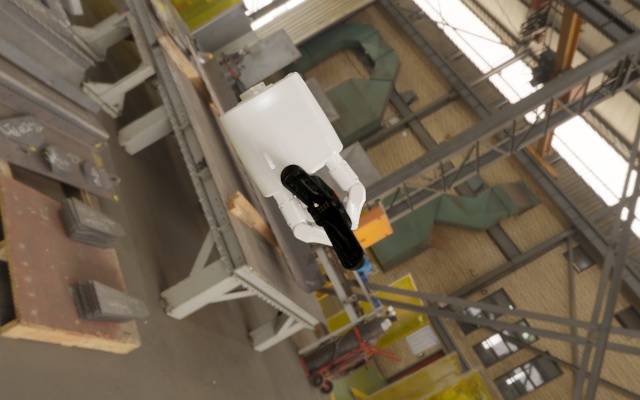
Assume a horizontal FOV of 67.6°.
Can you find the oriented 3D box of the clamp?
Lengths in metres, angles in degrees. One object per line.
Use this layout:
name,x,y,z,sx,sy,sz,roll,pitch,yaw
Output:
clamp,0.001,0.001,0.522,0.039,0.120,0.171,-31,13,3
